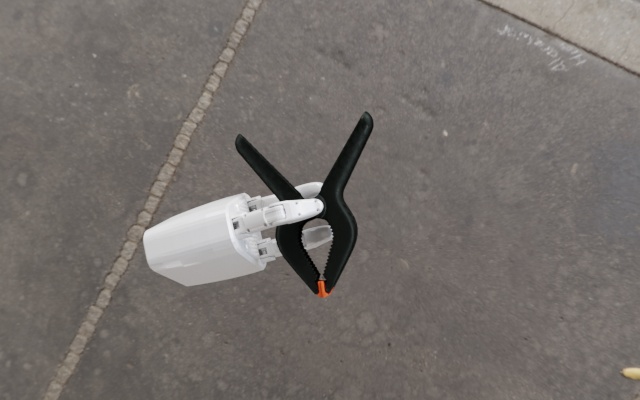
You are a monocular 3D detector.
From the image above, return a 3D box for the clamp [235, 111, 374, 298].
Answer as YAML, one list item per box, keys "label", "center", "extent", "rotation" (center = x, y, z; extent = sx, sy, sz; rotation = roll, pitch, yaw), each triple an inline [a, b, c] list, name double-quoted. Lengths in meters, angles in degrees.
- label: "clamp"
  center: [0.000, 0.002, 0.546]
  extent: [0.164, 0.210, 0.036]
  rotation: [-16, -8, 9]
